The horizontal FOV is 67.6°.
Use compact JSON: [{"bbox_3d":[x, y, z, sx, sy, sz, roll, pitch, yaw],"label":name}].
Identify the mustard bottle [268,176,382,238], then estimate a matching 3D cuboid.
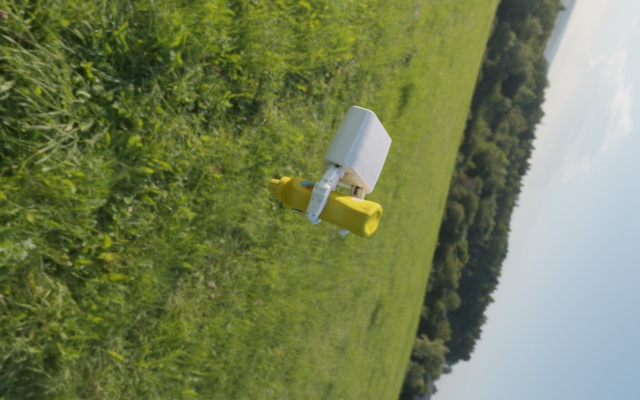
[{"bbox_3d":[0.000,0.003,0.785,0.191,0.058,0.096,20,10,18],"label":"mustard bottle"}]
